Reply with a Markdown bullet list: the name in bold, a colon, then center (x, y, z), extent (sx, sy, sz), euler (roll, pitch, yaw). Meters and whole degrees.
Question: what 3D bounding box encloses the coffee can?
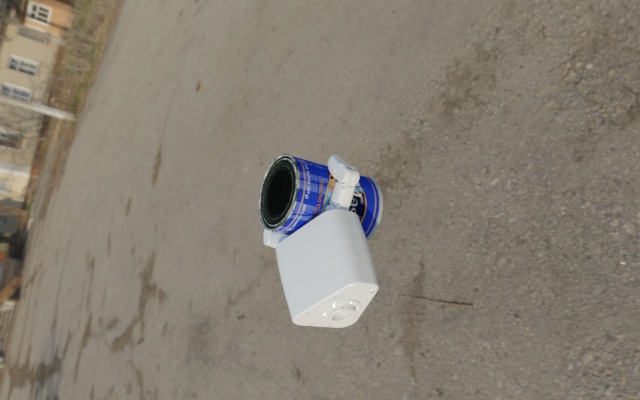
- **coffee can**: center (0.000, 0.002, 0.655), extent (0.140, 0.103, 0.103), euler (13, -7, -33)
